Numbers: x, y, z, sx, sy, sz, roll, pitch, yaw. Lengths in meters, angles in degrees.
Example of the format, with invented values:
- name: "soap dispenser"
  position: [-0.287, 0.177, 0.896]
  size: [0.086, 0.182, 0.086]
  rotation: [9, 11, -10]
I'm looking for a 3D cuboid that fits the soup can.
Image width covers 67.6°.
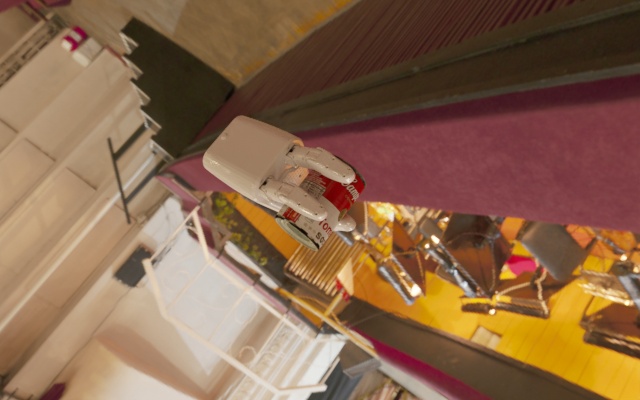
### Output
- name: "soup can"
  position: [0.000, 0.002, 0.586]
  size: [0.068, 0.102, 0.068]
  rotation: [34, -15, 11]
